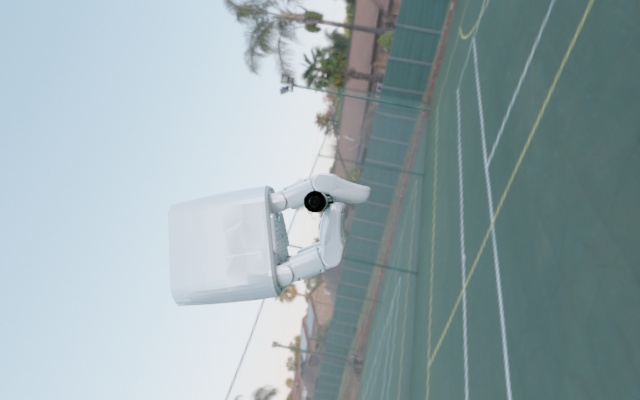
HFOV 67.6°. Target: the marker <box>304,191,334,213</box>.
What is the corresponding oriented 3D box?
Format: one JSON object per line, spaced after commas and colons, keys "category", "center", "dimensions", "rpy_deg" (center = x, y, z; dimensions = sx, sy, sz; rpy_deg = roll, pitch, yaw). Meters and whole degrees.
{"category": "marker", "center": [0.000, 0.001, 0.456], "dimensions": [0.020, 0.020, 0.121], "rpy_deg": [0, 0, 5]}
